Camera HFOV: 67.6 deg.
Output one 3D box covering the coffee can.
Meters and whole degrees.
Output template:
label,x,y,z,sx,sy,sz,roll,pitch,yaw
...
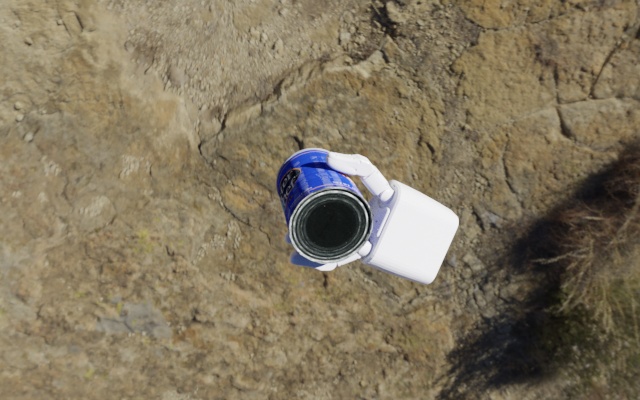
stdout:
label,x,y,z,sx,sy,sz,roll,pitch,yaw
coffee can,0.000,0.002,0.624,0.103,0.103,0.140,0,25,-12
